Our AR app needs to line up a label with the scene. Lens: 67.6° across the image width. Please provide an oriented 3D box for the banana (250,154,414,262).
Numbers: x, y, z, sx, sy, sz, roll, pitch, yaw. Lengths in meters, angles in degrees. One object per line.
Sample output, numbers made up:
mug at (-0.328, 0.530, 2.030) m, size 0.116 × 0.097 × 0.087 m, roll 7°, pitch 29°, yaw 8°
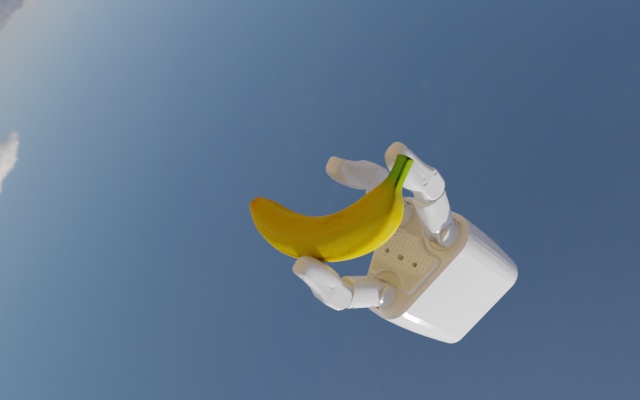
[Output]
banana at (-0.001, 0.018, 0.396) m, size 0.037 × 0.069 × 0.198 m, roll 27°, pitch -26°, yaw -37°
